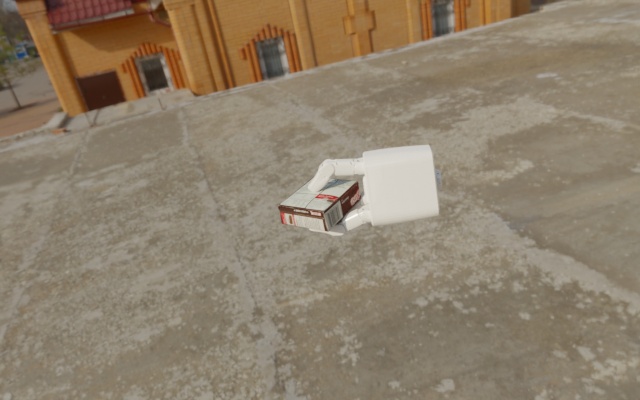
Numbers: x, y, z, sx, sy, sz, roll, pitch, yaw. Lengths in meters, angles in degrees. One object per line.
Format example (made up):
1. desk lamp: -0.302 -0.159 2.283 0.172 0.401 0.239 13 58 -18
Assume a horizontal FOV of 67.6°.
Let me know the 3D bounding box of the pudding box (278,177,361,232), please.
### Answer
1. pudding box: 0.000 0.002 0.773 0.090 0.039 0.113 7 30 33
